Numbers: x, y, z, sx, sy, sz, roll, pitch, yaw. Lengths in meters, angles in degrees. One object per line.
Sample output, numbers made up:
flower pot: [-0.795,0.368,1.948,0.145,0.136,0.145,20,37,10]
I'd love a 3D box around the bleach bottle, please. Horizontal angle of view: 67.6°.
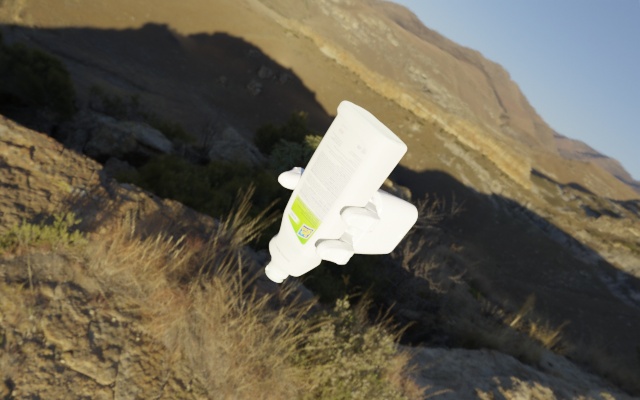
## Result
bleach bottle: [0.000,0.002,0.626,0.068,0.251,0.102,13,30,-48]
